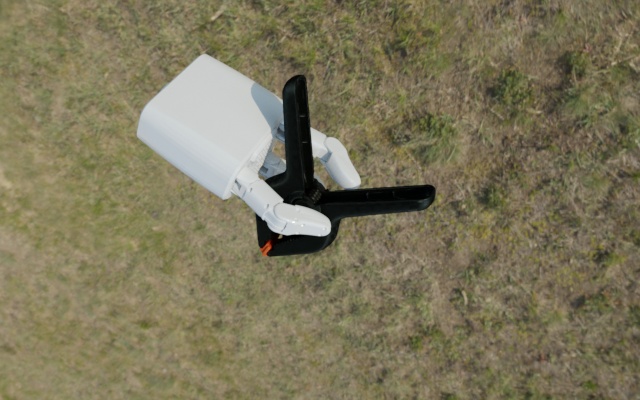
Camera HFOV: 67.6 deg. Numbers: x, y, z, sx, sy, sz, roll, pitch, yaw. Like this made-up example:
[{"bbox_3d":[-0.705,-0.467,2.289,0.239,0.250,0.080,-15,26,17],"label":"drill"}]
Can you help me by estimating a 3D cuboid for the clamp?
[{"bbox_3d":[-0.001,0.002,0.473,0.164,0.210,0.036,36,42,2],"label":"clamp"}]
